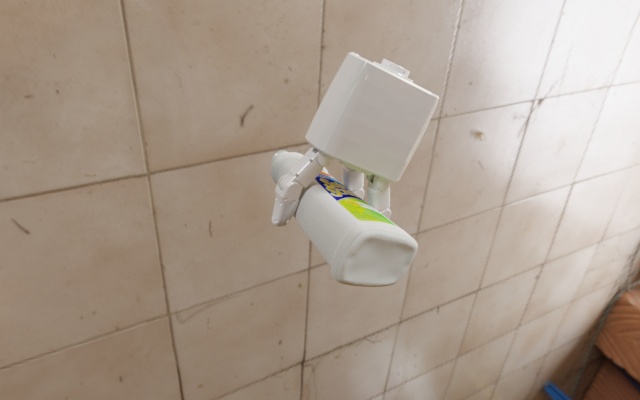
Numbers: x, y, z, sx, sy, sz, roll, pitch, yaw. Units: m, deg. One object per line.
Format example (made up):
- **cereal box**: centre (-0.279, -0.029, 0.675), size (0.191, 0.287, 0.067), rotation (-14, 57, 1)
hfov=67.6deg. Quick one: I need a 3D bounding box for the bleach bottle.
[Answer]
- **bleach bottle**: centre (0.000, 0.002, 0.570), size (0.102, 0.068, 0.250), rotation (13, 21, -39)
